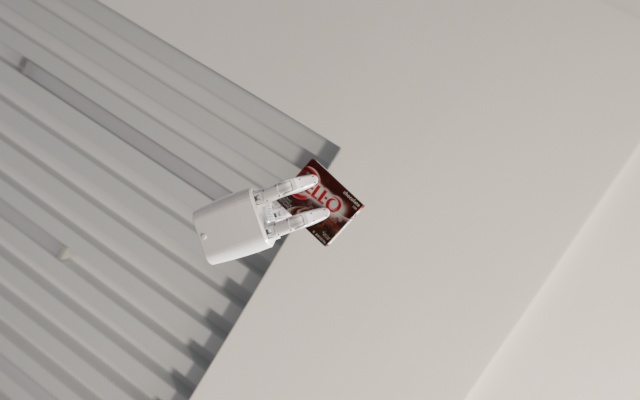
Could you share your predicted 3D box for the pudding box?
[{"bbox_3d":[0.000,0.003,0.758,0.113,0.090,0.039,43,7,7],"label":"pudding box"}]
